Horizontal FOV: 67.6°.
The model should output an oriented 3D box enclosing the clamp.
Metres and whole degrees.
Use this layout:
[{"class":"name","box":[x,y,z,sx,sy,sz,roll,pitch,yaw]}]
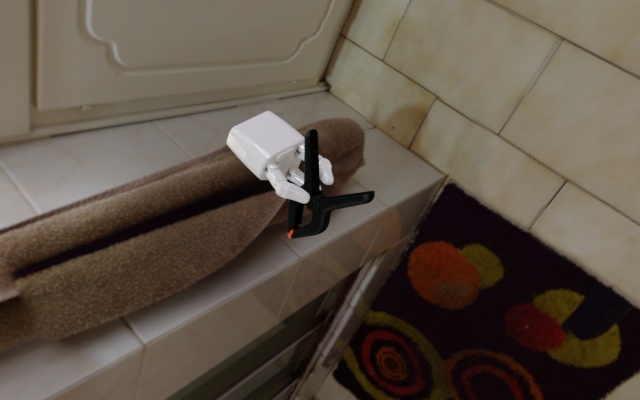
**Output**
[{"class":"clamp","box":[-0.001,0.003,0.847,0.164,0.210,0.036,43,38,23]}]
